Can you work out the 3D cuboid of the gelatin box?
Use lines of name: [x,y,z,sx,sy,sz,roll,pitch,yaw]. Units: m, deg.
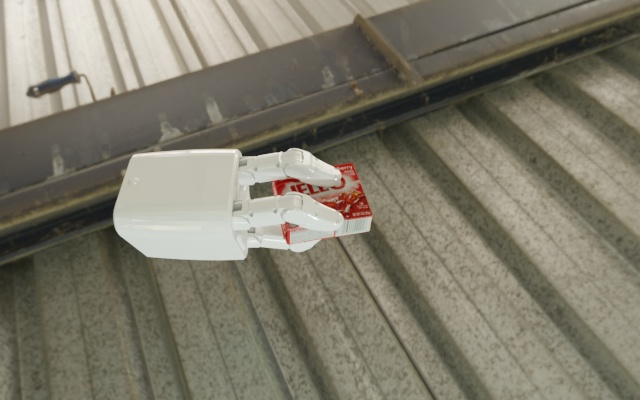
gelatin box: [0.000,0.002,0.485,0.089,0.073,0.030,-8,-38,-11]
